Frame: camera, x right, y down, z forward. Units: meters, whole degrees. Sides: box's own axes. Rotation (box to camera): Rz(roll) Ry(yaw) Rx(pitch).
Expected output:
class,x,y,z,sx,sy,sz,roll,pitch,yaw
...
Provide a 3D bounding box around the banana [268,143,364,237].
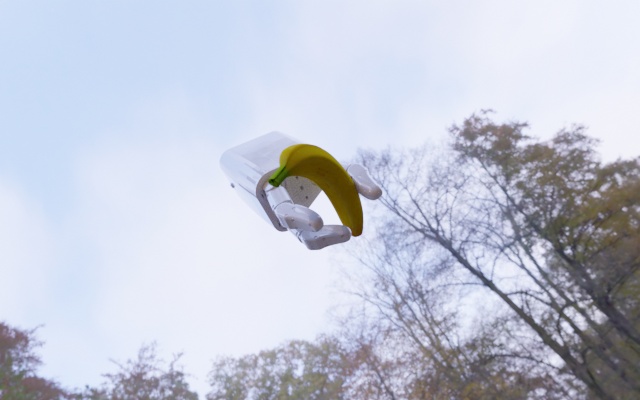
class,x,y,z,sx,sy,sz,roll,pitch,yaw
banana,0.005,-0.016,0.551,0.037,0.069,0.198,16,-10,37
